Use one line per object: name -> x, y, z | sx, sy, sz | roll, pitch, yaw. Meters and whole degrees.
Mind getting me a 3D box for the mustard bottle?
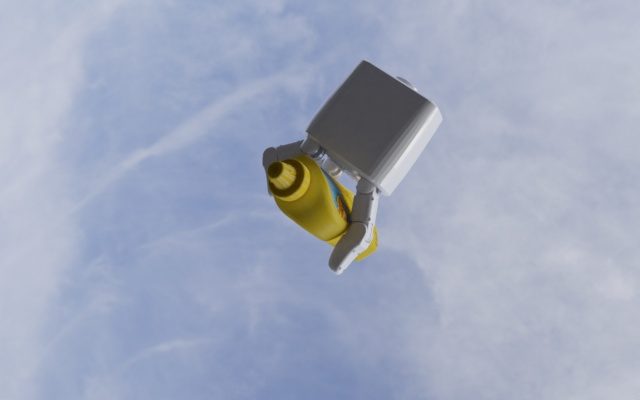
mustard bottle -> 0.000, 0.002, 0.520 | 0.058, 0.096, 0.192 | -32, -30, 13
